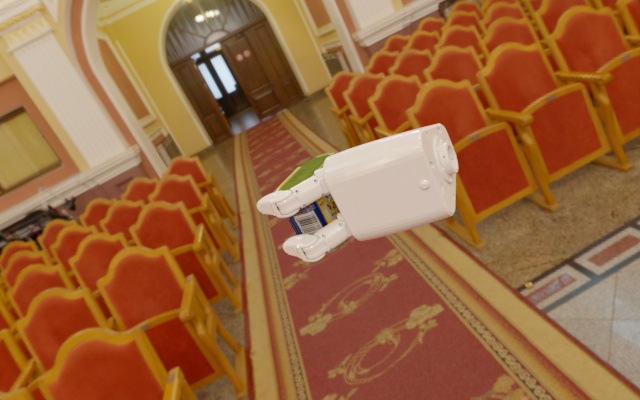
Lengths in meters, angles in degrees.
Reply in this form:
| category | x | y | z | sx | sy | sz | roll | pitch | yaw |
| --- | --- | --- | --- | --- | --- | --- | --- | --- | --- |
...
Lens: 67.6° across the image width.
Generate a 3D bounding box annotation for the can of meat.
| category | x | y | z | sx | sy | sz | roll | pitch | yaw |
| --- | --- | --- | --- | --- | --- | --- | --- | --- | --- |
| can of meat | 0.000 | 0.002 | 0.560 | 0.057 | 0.084 | 0.102 | -16 | 21 | 32 |
